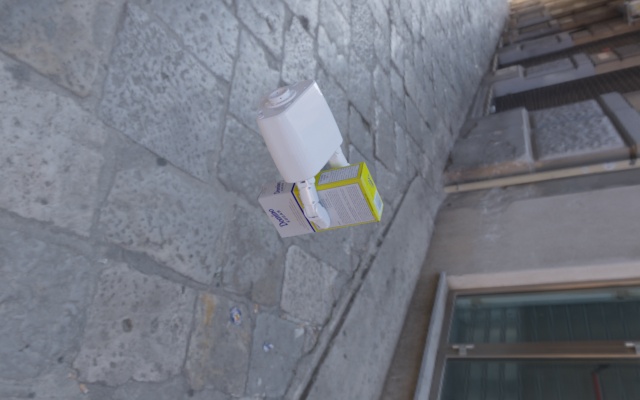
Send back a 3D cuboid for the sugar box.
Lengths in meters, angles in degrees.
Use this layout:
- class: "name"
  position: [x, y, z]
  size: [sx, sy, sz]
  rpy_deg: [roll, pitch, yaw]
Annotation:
- class: "sugar box"
  position: [0.000, 0.002, 0.752]
  size: [0.176, 0.093, 0.048]
  rpy_deg: [-9, 39, 25]
